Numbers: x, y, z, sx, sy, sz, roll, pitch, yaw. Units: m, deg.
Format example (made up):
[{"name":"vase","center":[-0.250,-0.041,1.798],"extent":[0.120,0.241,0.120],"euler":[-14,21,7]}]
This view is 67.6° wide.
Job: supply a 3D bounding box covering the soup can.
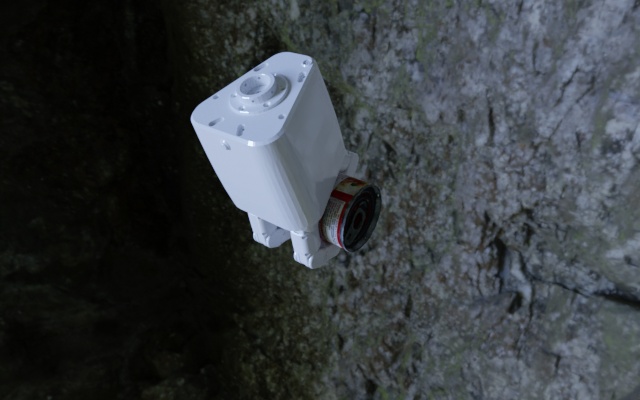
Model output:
[{"name":"soup can","center":[0.000,0.002,0.478],"extent":[0.102,0.068,0.068],"euler":[22,11,31]}]
